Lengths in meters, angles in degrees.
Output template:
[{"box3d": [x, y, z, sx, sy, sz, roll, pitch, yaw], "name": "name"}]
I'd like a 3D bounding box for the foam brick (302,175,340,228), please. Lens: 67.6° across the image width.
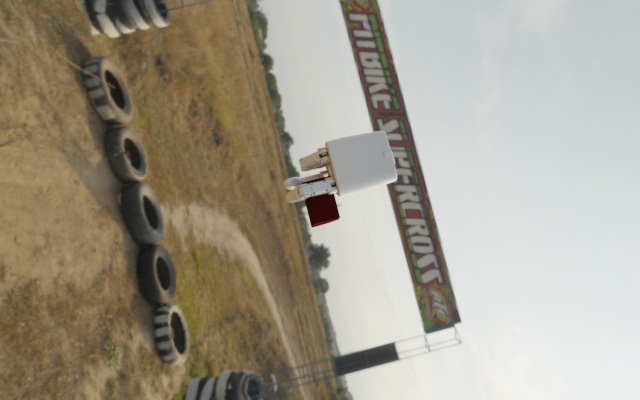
[{"box3d": [0.000, 0.003, 0.843, 0.051, 0.078, 0.053, -13, -7, -5], "name": "foam brick"}]
